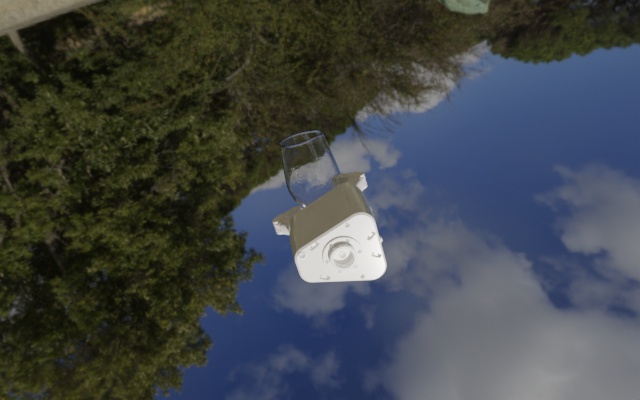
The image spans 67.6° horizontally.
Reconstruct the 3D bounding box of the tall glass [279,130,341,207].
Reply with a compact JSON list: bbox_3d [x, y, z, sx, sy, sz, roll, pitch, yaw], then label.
[{"bbox_3d":[0.000,0.003,0.691,0.079,0.201,0.079,-15,21,6],"label":"tall glass"}]
